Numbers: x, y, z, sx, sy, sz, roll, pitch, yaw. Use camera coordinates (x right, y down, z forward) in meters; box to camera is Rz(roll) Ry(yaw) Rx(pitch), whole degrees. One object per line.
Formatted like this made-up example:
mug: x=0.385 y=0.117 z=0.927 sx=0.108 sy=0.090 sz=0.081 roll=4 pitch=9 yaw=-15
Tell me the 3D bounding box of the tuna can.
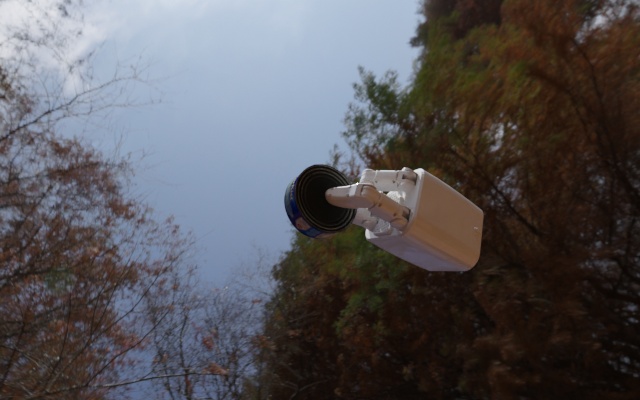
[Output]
tuna can: x=0.000 y=0.002 z=0.575 sx=0.086 sy=0.086 sz=0.034 roll=0 pitch=-18 yaw=-32
